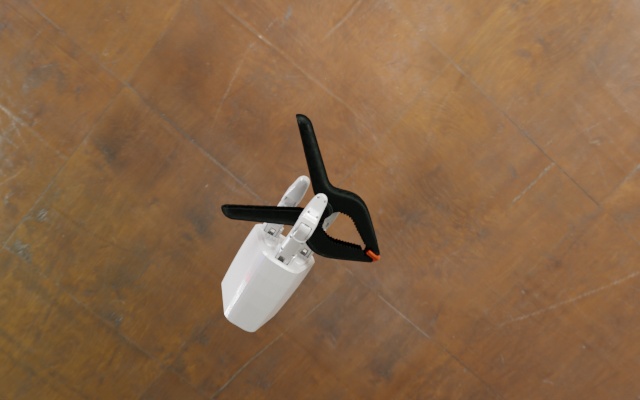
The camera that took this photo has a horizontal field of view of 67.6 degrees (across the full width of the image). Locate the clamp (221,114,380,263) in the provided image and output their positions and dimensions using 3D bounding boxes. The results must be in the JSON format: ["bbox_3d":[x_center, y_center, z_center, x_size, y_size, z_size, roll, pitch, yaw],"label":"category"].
[{"bbox_3d":[0.000,0.003,0.619,0.210,0.164,0.036,32,10,-7],"label":"clamp"}]
